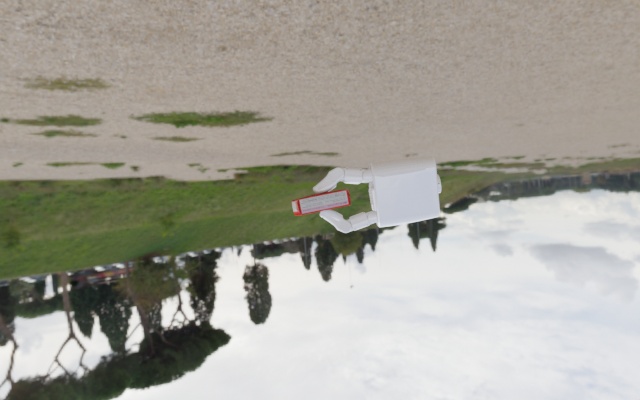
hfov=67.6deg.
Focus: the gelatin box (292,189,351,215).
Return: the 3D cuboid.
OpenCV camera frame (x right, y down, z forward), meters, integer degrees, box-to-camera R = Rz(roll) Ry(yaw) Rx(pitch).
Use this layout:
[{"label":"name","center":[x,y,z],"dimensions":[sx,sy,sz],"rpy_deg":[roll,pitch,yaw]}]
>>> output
[{"label":"gelatin box","center":[0.000,0.003,0.812],"dimensions":[0.089,0.030,0.073],"rpy_deg":[-12,1,-11]}]
